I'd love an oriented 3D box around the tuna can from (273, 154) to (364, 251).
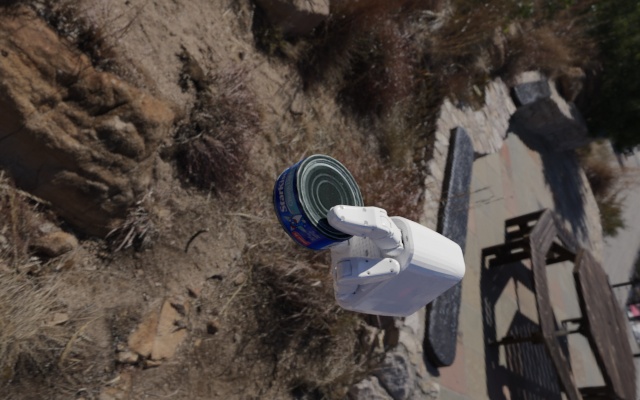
[{"bbox_3d":[0.000,0.001,0.442,0.086,0.086,0.034,0,-20,-45],"label":"tuna can"}]
